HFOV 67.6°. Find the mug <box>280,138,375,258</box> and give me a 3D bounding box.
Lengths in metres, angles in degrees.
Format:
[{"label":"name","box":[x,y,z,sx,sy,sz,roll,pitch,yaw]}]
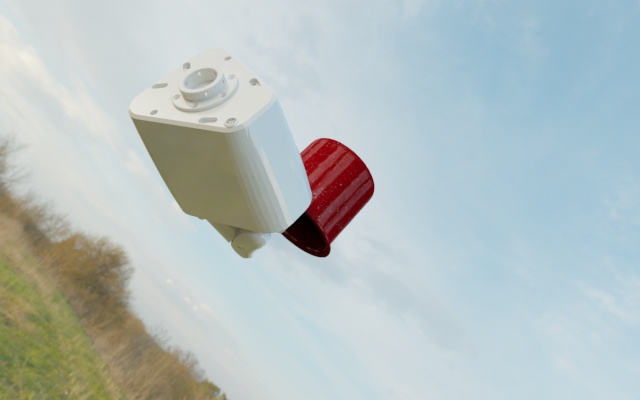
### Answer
[{"label":"mug","box":[0.001,0.002,0.470,0.093,0.081,0.117,29,-28,31]}]
